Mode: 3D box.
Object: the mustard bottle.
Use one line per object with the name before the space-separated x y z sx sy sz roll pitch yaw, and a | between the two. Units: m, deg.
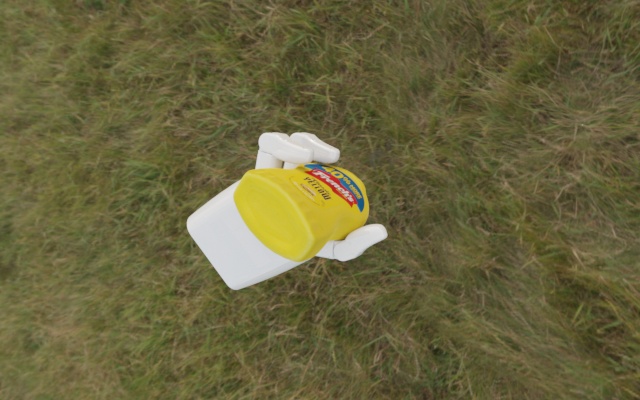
mustard bottle | 0.000 0.001 0.507 0.096 0.058 0.191 42 25 17
